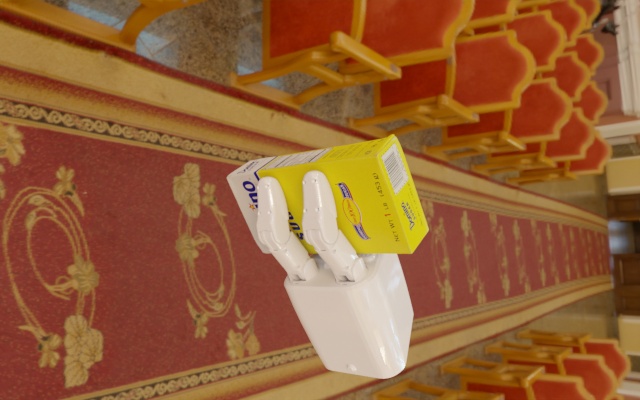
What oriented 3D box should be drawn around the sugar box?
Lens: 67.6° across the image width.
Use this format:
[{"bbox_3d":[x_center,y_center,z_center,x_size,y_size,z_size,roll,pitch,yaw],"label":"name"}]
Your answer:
[{"bbox_3d":[0.000,0.002,0.437,0.176,0.093,0.048,-7,24,37],"label":"sugar box"}]
